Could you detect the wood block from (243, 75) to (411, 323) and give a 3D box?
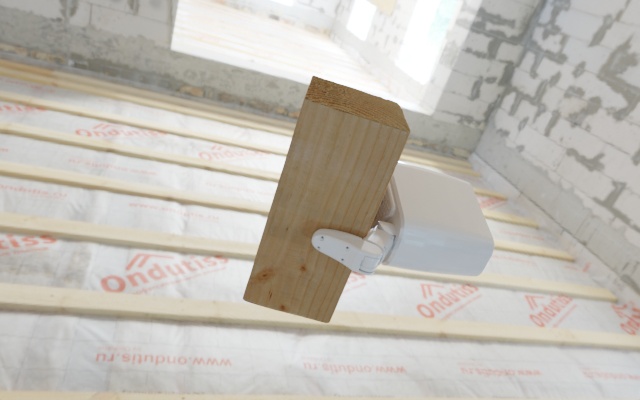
[{"bbox_3d":[0.000,0.002,0.453,0.090,0.206,0.090,17,26,-6],"label":"wood block"}]
